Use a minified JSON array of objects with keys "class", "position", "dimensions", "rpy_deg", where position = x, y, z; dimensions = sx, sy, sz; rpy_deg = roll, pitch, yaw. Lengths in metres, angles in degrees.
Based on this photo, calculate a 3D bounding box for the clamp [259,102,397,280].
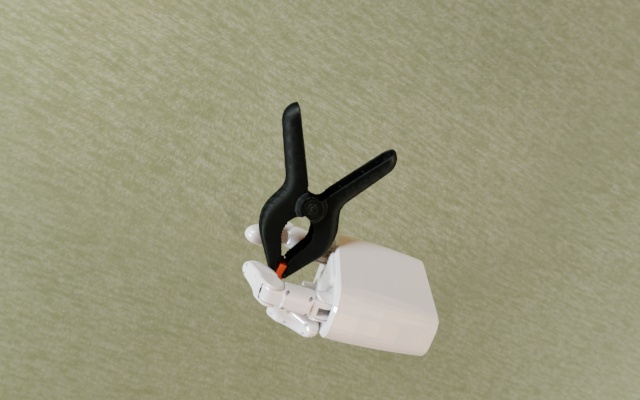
[{"class":"clamp","position":[0.000,0.002,0.468],"dimensions":[0.120,0.171,0.039],"rpy_deg":[16,15,-9]}]
